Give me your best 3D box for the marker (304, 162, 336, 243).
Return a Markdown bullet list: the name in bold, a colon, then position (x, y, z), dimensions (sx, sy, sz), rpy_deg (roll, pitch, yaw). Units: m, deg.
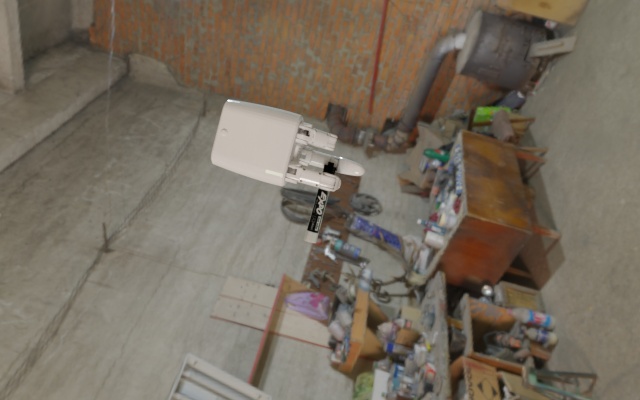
- **marker**: position (0.000, 0.002, 0.702), dimensions (0.020, 0.121, 0.020), rpy_deg (15, 3, -1)
